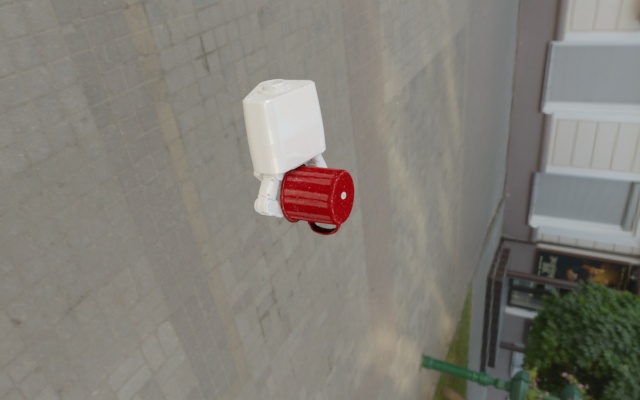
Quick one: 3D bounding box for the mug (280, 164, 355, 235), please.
[{"bbox_3d":[0.000,0.004,0.711,0.081,0.117,0.093,7,32,27],"label":"mug"}]
